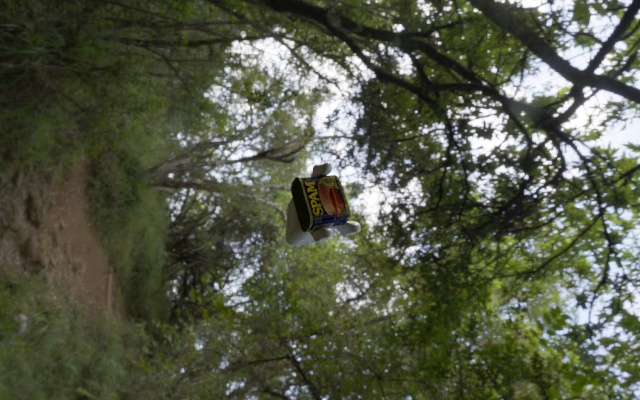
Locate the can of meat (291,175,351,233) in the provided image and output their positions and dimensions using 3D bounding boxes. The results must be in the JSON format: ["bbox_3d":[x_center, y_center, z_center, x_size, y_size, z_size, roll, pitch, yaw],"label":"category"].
[{"bbox_3d":[0.000,0.003,0.898,0.084,0.102,0.057,-7,-22,-24],"label":"can of meat"}]
